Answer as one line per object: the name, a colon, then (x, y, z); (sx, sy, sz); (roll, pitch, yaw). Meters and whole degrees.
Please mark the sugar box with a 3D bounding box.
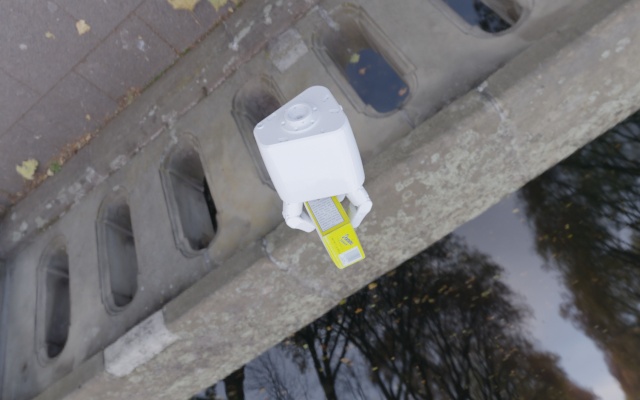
sugar box: (0.001, 0.002, 0.673); (0.048, 0.176, 0.093); (-25, -39, 0)
